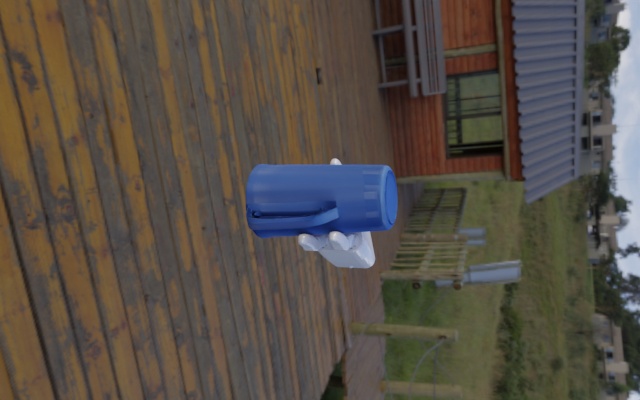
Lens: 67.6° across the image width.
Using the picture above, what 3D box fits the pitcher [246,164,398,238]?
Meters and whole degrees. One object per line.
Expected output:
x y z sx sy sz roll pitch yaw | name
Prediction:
0.000 0.003 0.813 0.243 0.149 0.145 -2 -26 20 | pitcher
